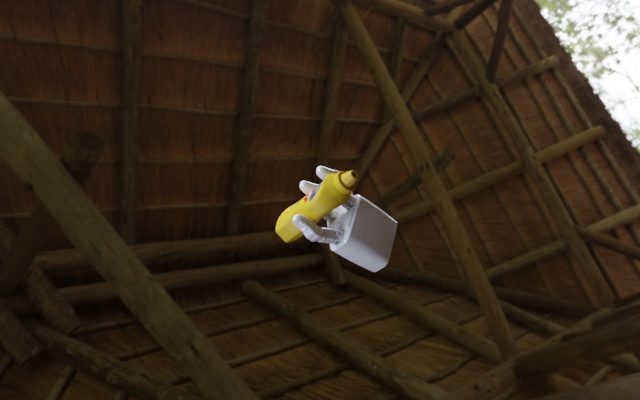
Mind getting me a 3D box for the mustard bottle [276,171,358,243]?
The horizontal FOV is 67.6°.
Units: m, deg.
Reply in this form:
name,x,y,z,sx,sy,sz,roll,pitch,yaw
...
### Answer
name,x,y,z,sx,sy,sz,roll,pitch,yaw
mustard bottle,0.000,0.003,0.870,0.192,0.058,0.096,-38,6,39
